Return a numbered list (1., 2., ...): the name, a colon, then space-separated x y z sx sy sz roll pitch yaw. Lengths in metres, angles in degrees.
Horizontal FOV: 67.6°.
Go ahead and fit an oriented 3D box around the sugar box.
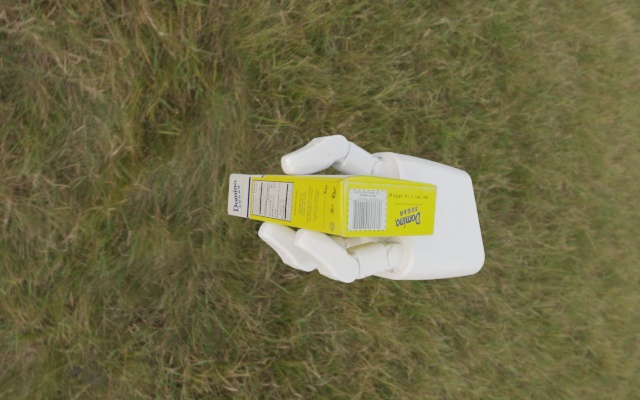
1. sugar box: 0.000 0.002 0.407 0.093 0.048 0.176 3 -1 -35
